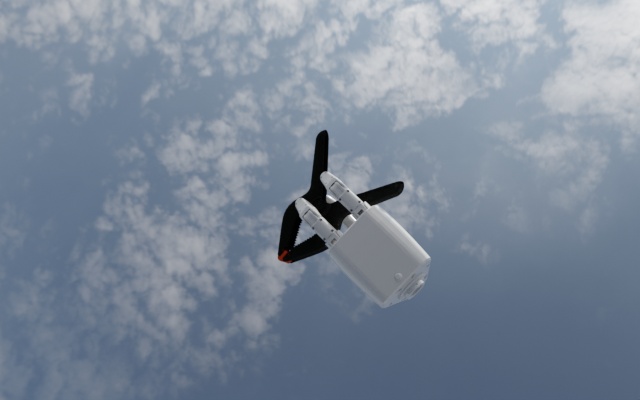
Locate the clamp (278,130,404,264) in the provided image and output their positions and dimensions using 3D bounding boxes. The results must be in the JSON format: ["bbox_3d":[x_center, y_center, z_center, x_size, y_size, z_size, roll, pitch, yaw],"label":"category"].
[{"bbox_3d":[0.000,0.003,0.726,0.164,0.210,0.036,45,4,25],"label":"clamp"}]
